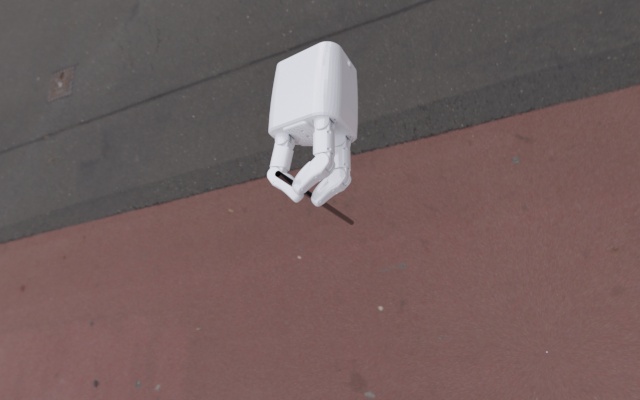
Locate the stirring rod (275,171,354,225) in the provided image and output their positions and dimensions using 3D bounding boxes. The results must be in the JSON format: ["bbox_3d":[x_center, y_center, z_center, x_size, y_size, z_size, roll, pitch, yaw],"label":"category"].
[{"bbox_3d":[0.000,0.002,0.657,0.011,0.011,0.239,0,-16,25],"label":"stirring rod"}]
